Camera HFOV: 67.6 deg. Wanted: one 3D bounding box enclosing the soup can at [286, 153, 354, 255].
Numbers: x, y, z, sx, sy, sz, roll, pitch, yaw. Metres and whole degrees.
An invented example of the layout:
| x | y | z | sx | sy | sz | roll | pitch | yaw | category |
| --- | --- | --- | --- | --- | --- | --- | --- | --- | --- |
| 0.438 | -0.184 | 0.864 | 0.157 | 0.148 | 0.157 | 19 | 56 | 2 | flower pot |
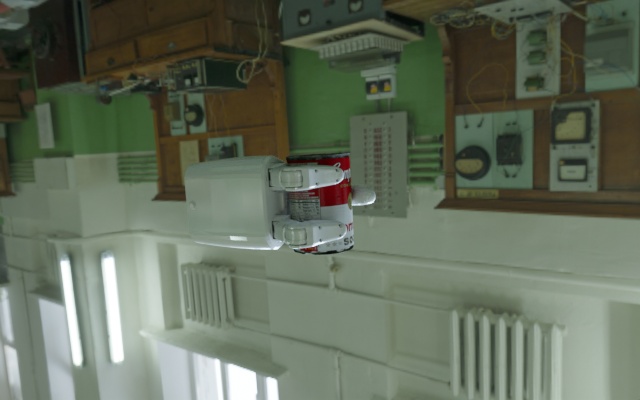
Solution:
| x | y | z | sx | sy | sz | roll | pitch | yaw | category |
| --- | --- | --- | --- | --- | --- | --- | --- | --- | --- |
| 0.001 | 0.002 | 0.510 | 0.068 | 0.102 | 0.068 | -3 | 6 | 0 | soup can |
